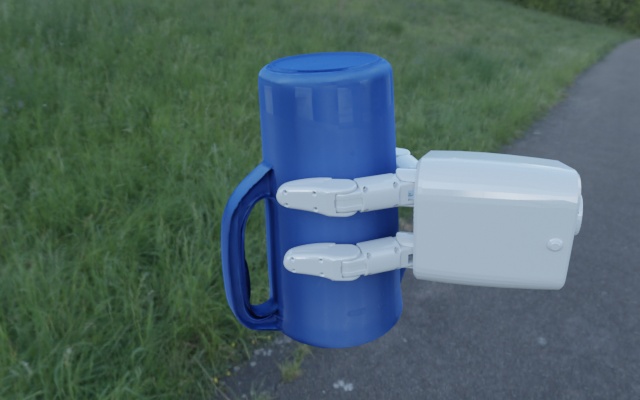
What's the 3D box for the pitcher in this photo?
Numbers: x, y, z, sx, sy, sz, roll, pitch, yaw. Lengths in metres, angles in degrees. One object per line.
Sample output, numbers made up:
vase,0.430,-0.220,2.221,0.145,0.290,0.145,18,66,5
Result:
pitcher,0.000,0.001,0.425,0.145,0.243,0.149,5,26,17
